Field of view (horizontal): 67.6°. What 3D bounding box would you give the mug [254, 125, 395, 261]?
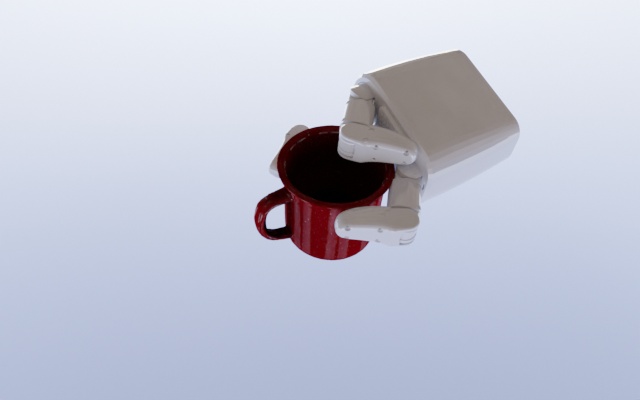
[{"bbox_3d":[-0.001,0.002,0.400,0.117,0.093,0.082,-23,-36,-22],"label":"mug"}]
